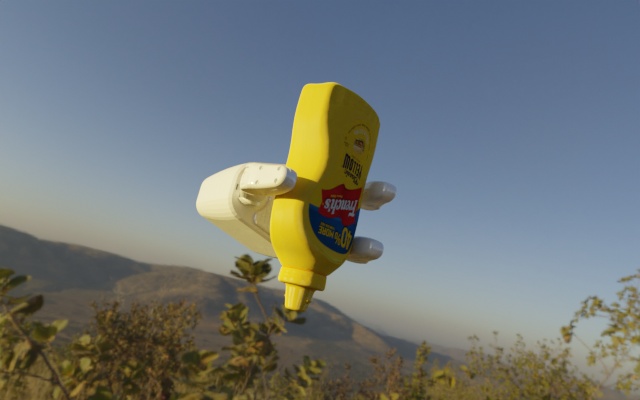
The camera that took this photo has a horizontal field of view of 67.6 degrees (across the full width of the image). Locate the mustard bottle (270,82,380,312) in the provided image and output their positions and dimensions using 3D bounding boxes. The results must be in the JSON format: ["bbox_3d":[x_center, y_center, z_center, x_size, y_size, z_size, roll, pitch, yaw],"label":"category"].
[{"bbox_3d":[0.000,0.001,0.422,0.058,0.191,0.096,6,-14,33],"label":"mustard bottle"}]
